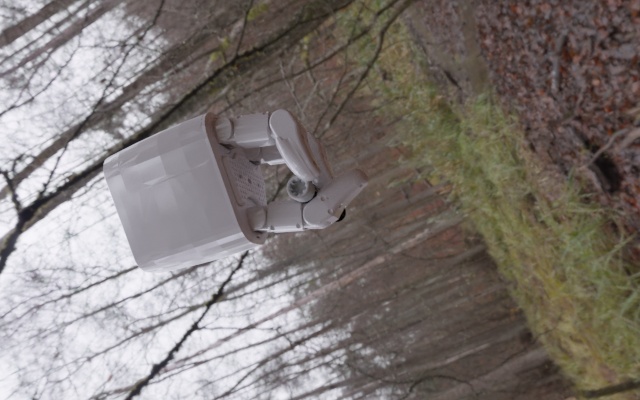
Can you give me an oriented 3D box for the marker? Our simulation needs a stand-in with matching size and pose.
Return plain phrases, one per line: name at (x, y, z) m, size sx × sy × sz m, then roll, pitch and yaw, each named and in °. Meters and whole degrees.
marker at (0.000, 0.001, 0.421) m, size 0.020 × 0.020 × 0.121 m, roll 0°, pitch -11°, yaw 17°
